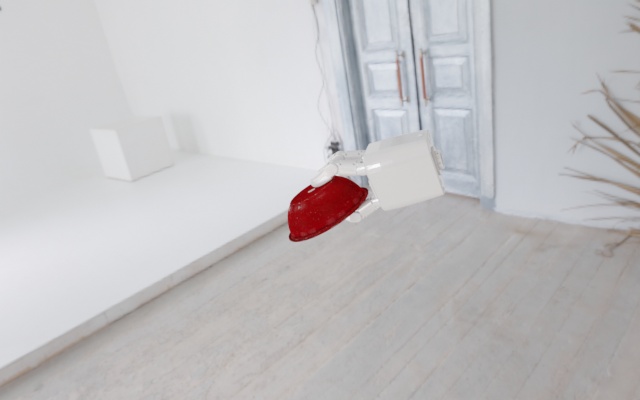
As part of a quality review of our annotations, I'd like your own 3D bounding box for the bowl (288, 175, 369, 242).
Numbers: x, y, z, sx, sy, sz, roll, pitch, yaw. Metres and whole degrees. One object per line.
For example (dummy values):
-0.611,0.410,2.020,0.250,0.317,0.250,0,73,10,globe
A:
-0.001,0.003,0.824,0.162,0.055,0.162,-31,14,9,bowl
